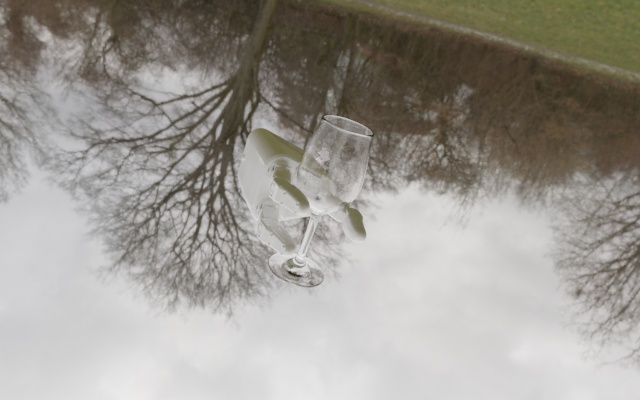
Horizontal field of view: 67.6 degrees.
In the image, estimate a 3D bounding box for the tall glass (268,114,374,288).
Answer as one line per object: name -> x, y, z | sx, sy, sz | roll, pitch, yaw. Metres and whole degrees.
tall glass -> 0.000, 0.003, 0.571 | 0.079, 0.201, 0.079 | 17, 23, -7
